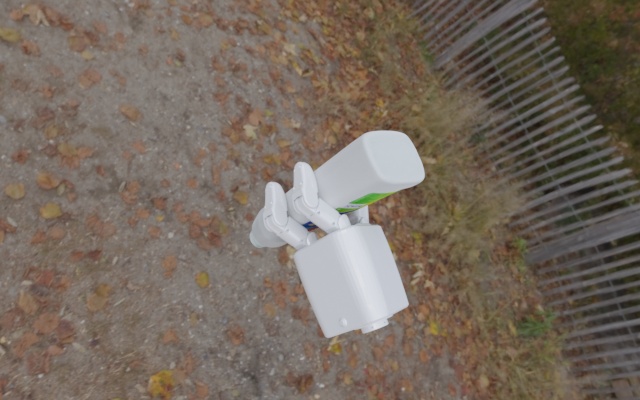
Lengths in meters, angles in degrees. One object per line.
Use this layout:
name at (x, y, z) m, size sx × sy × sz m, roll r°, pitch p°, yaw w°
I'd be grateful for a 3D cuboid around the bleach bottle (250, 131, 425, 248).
bleach bottle at (0.000, 0.002, 0.598) m, size 0.102 × 0.068 × 0.251 m, roll -7°, pitch -19°, yaw -48°
